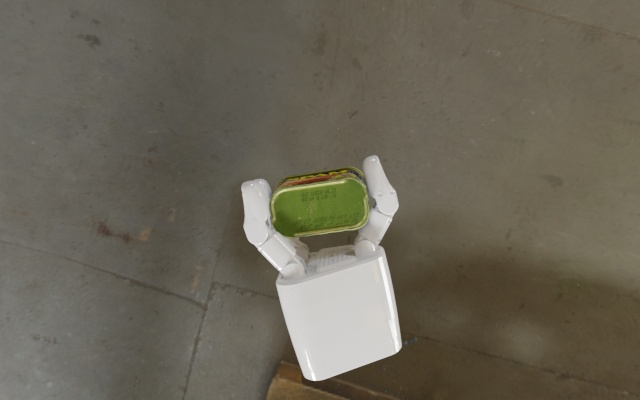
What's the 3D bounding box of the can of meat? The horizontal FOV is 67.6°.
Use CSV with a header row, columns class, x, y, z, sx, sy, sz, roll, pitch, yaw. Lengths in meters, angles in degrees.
class,x,y,z,sx,sy,sz,roll,pitch,yaw
can of meat,0.000,0.002,0.496,0.102,0.057,0.084,-9,9,3
